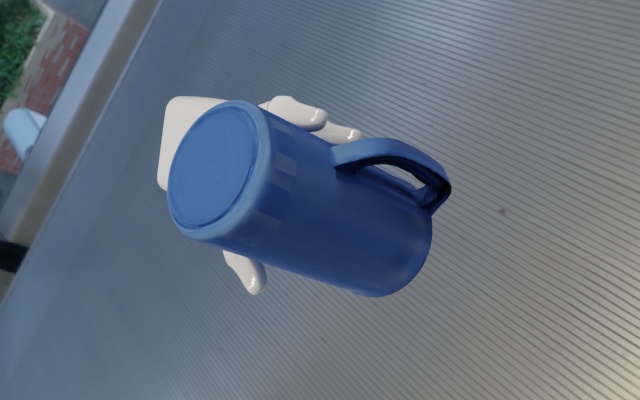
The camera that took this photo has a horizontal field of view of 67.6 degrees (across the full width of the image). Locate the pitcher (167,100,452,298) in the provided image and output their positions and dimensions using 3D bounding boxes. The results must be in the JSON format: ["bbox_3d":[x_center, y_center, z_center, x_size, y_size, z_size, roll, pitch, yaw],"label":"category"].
[{"bbox_3d":[0.000,0.001,0.425,0.145,0.149,0.243,20,-3,40],"label":"pitcher"}]
